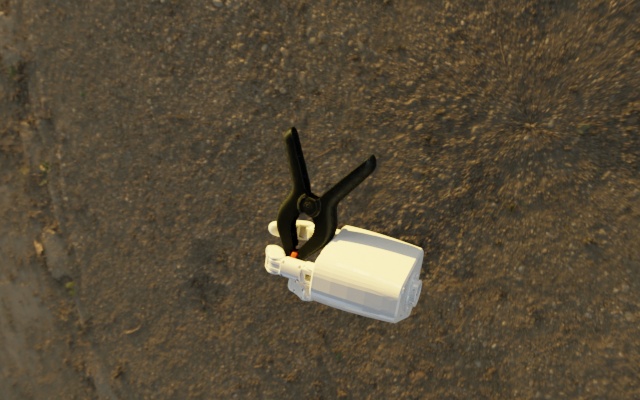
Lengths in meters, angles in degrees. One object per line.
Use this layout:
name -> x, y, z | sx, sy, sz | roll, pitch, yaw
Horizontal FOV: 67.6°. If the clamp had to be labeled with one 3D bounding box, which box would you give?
clamp -> 0.000, 0.002, 0.592 | 0.120, 0.171, 0.039 | 14, 14, 22
